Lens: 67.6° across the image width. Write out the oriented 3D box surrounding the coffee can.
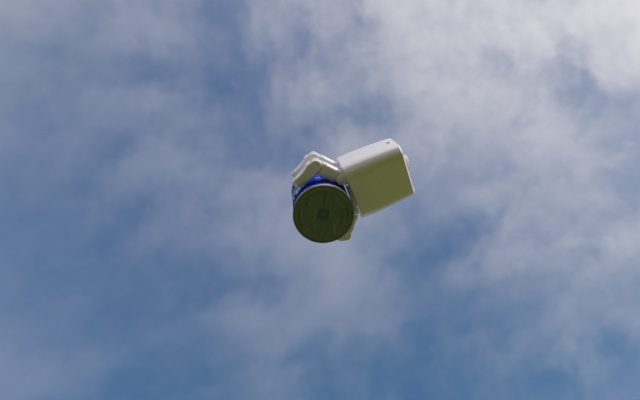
[{"bbox_3d":[0.000,0.003,0.855,0.103,0.103,0.140,0,18,-5],"label":"coffee can"}]
